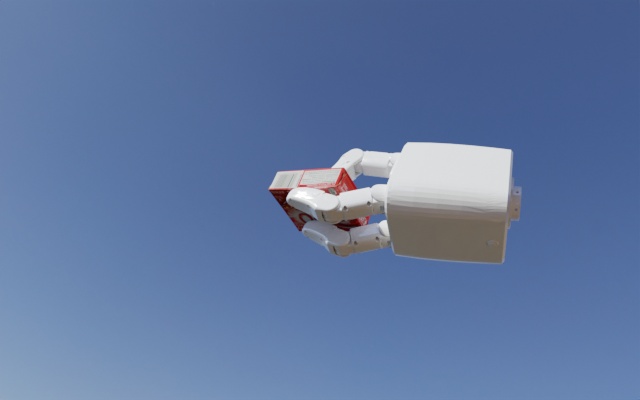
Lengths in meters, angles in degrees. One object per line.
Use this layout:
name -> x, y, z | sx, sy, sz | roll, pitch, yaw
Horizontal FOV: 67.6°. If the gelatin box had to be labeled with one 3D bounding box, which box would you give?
gelatin box -> 0.000, 0.001, 0.509 | 0.089, 0.030, 0.073 | -1, -41, 34
